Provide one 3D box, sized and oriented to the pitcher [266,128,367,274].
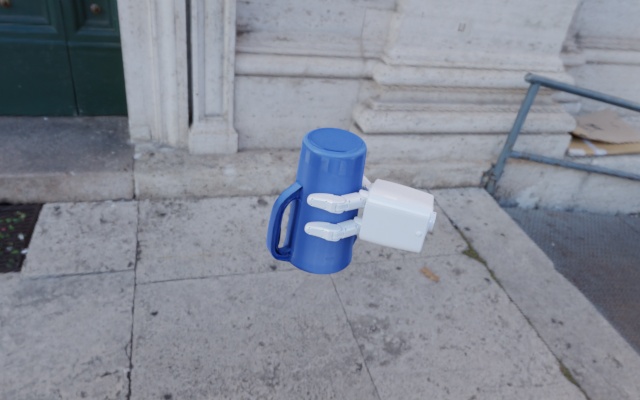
[{"bbox_3d":[0.000,0.003,0.840,0.145,0.243,0.149,15,33,11],"label":"pitcher"}]
